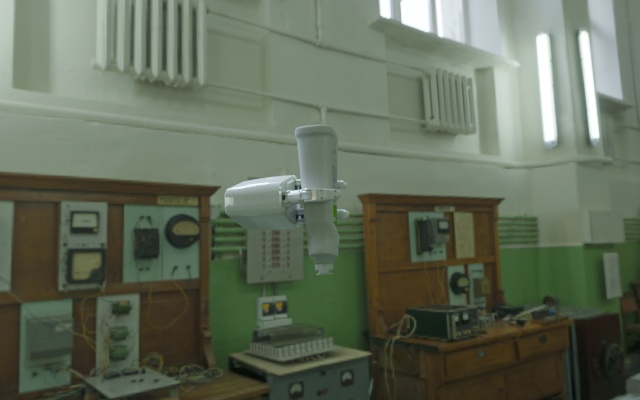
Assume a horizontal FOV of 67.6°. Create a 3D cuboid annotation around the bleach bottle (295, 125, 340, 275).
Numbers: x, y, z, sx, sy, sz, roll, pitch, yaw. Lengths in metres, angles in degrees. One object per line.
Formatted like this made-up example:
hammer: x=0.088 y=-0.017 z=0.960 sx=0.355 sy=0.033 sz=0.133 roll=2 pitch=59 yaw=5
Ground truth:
bleach bottle: x=0.000 y=0.003 z=0.831 sx=0.068 sy=0.251 sz=0.102 roll=-4 pitch=-6 yaw=13
